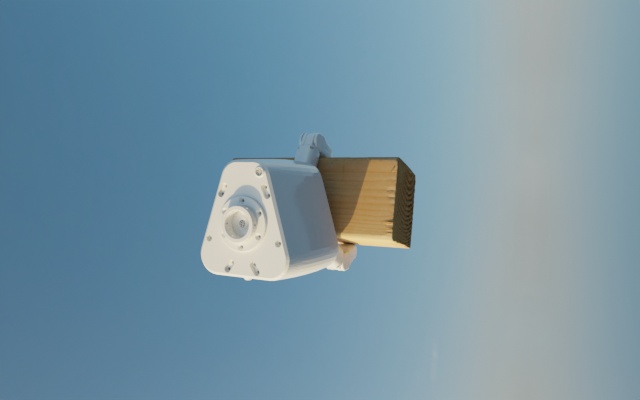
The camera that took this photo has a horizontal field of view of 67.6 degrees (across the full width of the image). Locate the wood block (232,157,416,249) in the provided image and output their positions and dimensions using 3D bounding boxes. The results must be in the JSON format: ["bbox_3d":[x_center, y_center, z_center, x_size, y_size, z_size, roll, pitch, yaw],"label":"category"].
[{"bbox_3d":[0.000,0.001,0.569,0.206,0.091,0.090,2,-10,24],"label":"wood block"}]
